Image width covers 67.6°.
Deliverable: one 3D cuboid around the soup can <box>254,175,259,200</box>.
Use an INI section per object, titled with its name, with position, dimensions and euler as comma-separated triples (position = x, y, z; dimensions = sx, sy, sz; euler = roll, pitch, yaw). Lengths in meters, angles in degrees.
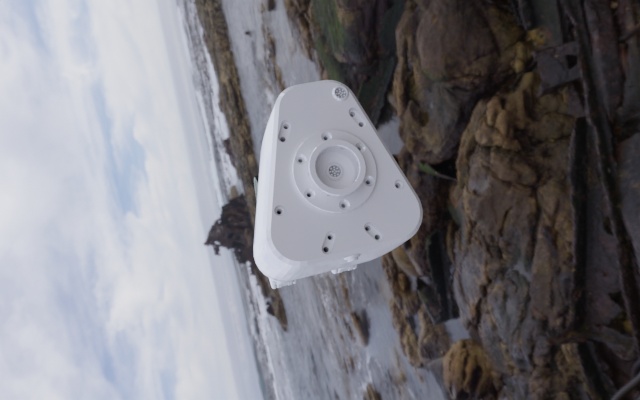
[soup can]
position = 0.000, 0.001, 0.409
dimensions = 0.102, 0.068, 0.068
euler = -12, 2, -12
